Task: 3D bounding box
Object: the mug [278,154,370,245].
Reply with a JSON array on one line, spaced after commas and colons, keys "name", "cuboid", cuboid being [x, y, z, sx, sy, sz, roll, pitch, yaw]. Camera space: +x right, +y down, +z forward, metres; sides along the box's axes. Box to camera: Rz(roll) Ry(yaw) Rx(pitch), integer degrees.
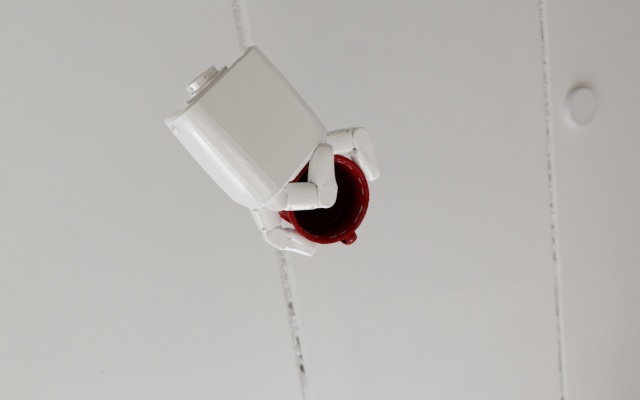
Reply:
[{"name": "mug", "cuboid": [0.001, 0.003, 0.525, 0.093, 0.117, 0.081, -43, 23, -12]}]
